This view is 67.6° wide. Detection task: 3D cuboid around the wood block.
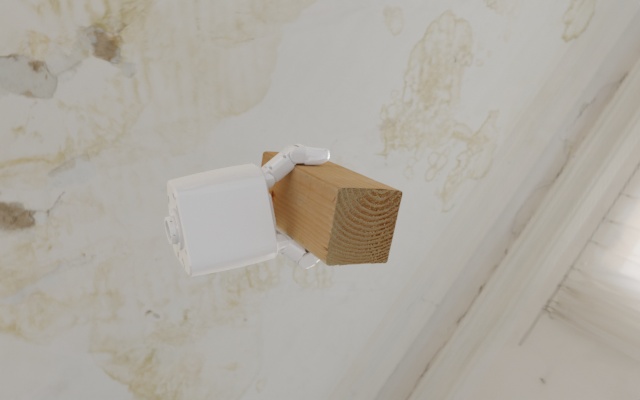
[{"bbox_3d":[0.000,0.002,0.615,0.090,0.091,0.206,2,15,-31],"label":"wood block"}]
